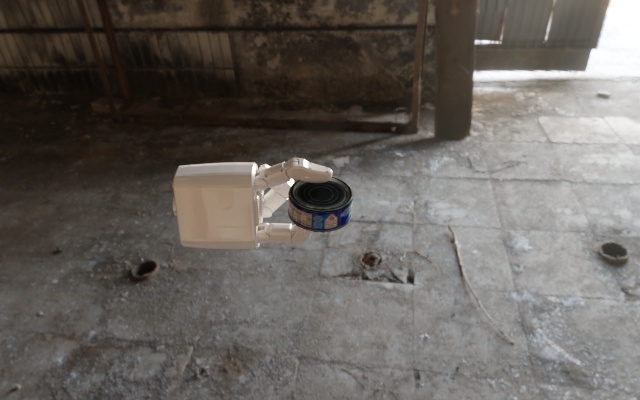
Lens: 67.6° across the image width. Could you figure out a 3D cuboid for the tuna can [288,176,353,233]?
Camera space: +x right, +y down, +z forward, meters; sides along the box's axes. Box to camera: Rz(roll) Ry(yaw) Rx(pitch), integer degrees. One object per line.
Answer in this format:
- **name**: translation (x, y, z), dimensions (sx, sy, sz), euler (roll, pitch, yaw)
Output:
- **tuna can**: translation (0.000, 0.002, 0.625), dimensions (0.086, 0.034, 0.086), euler (2, 36, -2)
